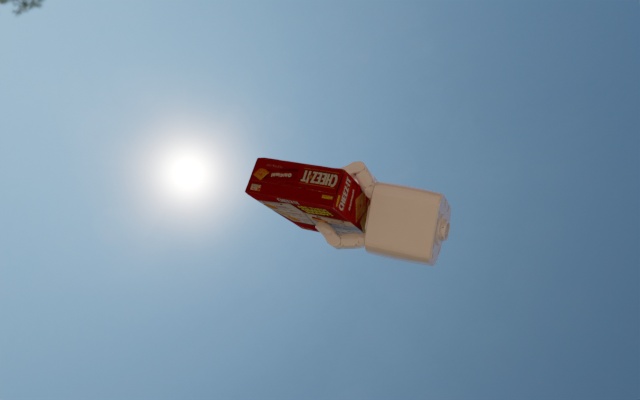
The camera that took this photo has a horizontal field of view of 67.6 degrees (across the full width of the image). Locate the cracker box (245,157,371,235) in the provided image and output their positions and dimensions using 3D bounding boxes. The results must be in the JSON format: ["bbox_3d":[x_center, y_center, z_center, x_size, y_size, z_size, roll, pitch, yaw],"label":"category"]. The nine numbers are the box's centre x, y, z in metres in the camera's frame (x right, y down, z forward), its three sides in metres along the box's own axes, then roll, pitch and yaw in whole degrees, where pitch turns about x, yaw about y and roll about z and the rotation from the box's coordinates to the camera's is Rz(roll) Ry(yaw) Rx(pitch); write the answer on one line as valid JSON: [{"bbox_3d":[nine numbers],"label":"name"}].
[{"bbox_3d":[0.000,0.003,0.820,0.164,0.072,0.214,9,-15,27],"label":"cracker box"}]
